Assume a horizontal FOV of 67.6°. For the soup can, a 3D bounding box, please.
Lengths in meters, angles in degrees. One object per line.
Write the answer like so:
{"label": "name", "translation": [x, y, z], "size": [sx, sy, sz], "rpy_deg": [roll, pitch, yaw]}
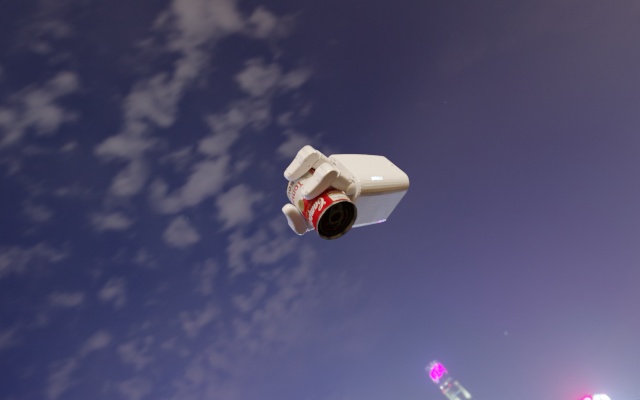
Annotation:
{"label": "soup can", "translation": [0.000, 0.002, 0.719], "size": [0.068, 0.068, 0.102], "rpy_deg": [0, 32, -35]}
